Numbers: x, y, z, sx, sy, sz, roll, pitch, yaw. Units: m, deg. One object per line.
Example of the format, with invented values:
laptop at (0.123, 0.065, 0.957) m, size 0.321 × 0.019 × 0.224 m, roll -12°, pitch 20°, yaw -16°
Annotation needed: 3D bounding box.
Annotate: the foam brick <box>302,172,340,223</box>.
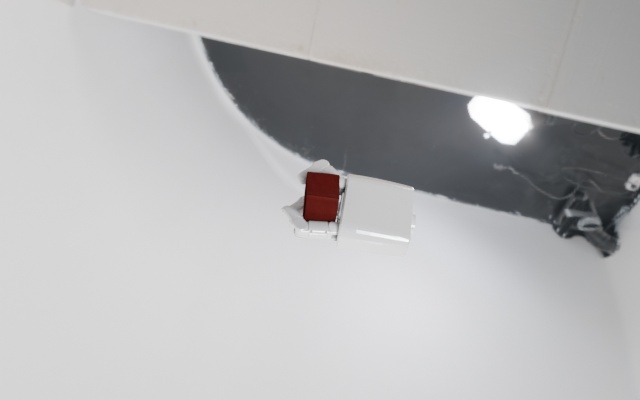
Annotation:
foam brick at (0.000, 0.002, 0.726) m, size 0.051 × 0.053 × 0.078 m, roll 6°, pitch -45°, yaw -1°
